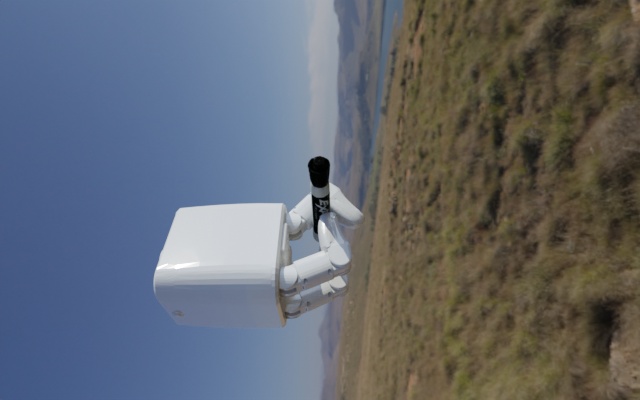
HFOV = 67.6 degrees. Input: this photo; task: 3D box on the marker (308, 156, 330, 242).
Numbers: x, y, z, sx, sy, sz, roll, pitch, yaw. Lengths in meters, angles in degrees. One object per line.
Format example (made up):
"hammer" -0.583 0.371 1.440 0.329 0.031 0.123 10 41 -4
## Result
"marker" 0.000 0.001 0.440 0.020 0.020 0.121 0 -34 2
